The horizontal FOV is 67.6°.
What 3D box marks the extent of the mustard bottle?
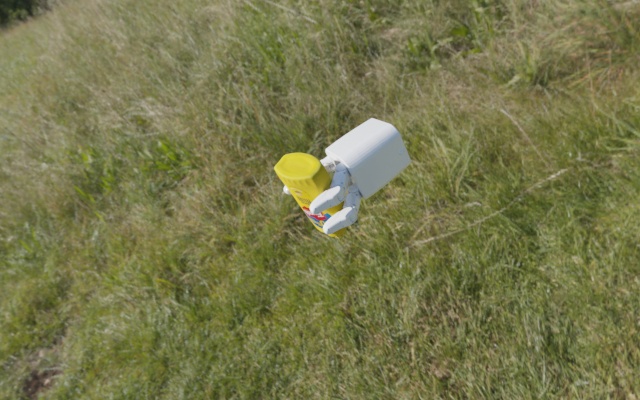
[{"bbox_3d":[0.000,0.003,0.831,0.096,0.058,0.192,15,-30,41],"label":"mustard bottle"}]
